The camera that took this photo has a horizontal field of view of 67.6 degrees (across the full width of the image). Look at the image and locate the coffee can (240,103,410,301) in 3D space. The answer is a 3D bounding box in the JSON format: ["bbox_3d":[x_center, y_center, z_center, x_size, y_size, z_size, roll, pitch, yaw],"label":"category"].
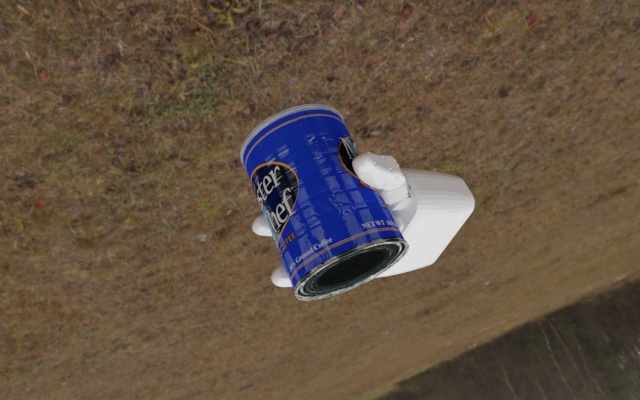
[{"bbox_3d":[0.000,0.001,0.419,0.103,0.140,0.103,-20,-25,-10],"label":"coffee can"}]
